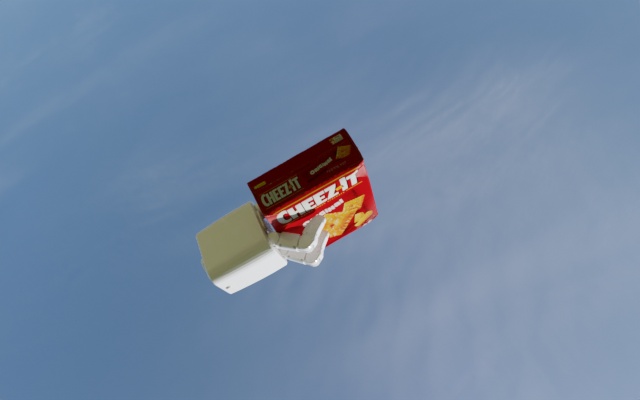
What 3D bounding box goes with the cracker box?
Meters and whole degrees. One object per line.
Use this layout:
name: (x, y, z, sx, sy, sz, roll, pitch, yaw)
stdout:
cracker box: (0.000, 0.002, 0.764, 0.164, 0.072, 0.214, -30, -26, -2)
